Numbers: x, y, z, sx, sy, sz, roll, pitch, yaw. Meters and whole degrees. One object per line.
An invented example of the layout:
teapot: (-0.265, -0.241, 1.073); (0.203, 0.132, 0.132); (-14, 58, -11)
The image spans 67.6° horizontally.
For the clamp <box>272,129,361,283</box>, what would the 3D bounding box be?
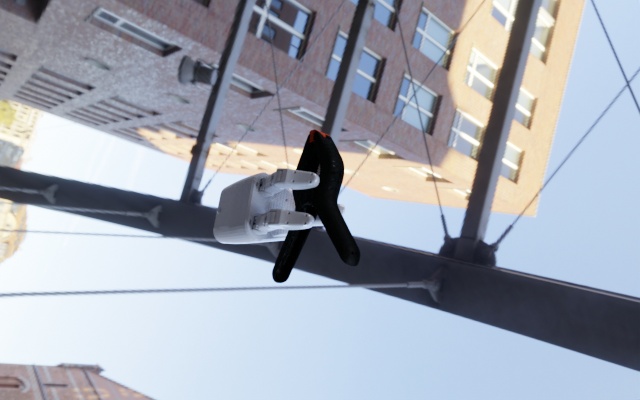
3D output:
clamp: (0.001, 0.002, 0.623); (0.036, 0.210, 0.164); (19, -19, -35)
